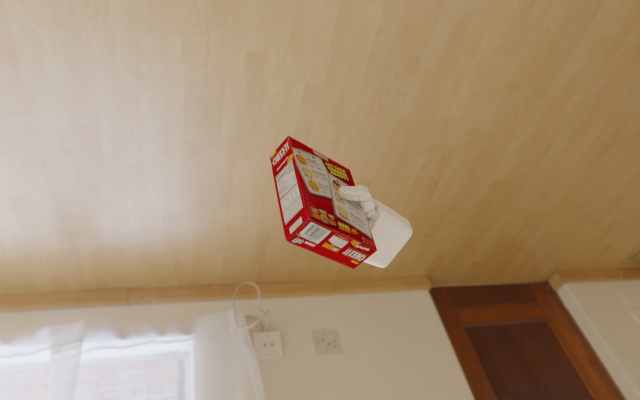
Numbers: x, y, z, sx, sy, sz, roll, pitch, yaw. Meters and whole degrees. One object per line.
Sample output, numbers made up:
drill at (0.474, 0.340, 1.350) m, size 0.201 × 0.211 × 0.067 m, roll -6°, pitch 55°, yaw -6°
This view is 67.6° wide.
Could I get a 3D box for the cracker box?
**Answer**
cracker box at (0.000, 0.003, 0.865) m, size 0.164 × 0.213 × 0.072 m, roll 26°, pitch -57°, yaw -35°
